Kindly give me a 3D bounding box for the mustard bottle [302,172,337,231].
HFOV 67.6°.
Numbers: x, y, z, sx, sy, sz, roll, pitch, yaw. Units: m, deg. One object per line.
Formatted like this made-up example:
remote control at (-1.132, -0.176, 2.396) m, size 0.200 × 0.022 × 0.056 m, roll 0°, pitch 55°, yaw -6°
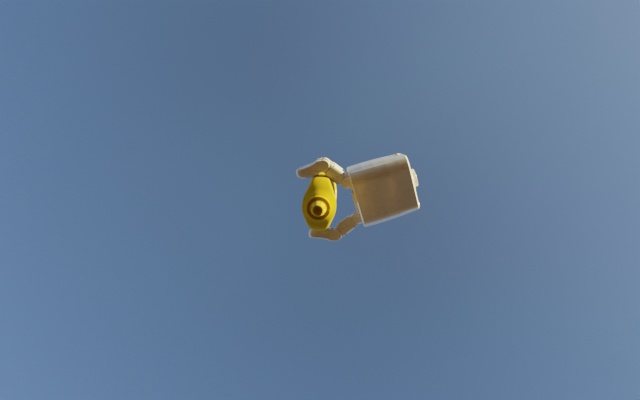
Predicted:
mustard bottle at (0.000, 0.003, 0.851) m, size 0.058 × 0.096 × 0.191 m, roll 6°, pitch 8°, yaw 1°
